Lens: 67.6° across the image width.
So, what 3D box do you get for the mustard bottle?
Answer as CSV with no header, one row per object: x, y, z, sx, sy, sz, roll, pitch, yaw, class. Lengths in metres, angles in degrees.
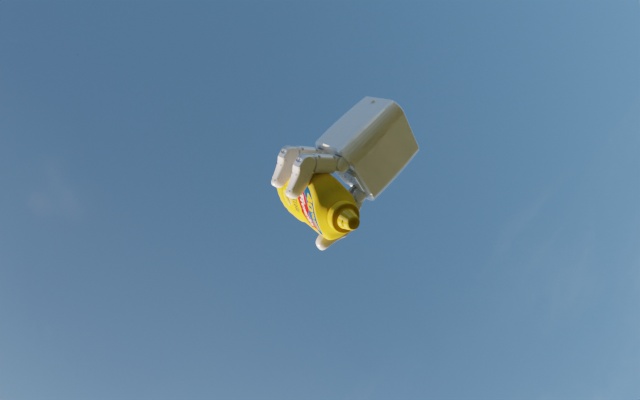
0.000,0.002,0.659,0.058,0.096,0.191,-23,24,-19,mustard bottle
